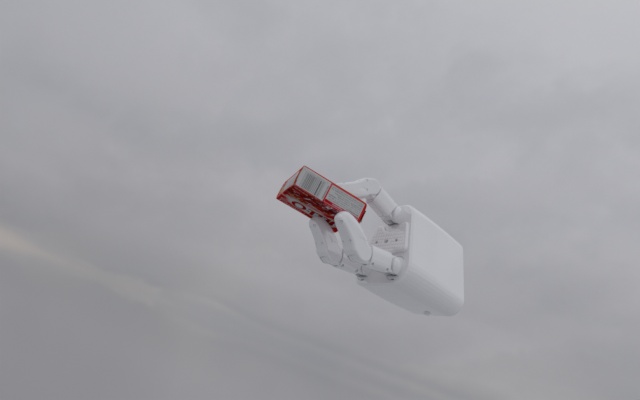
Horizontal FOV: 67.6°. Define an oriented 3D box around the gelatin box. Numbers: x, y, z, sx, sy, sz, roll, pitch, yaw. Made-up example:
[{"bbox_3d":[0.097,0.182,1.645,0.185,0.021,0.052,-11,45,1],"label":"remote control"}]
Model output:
[{"bbox_3d":[0.000,0.001,0.560,0.089,0.030,0.073,31,-21,-12],"label":"gelatin box"}]
